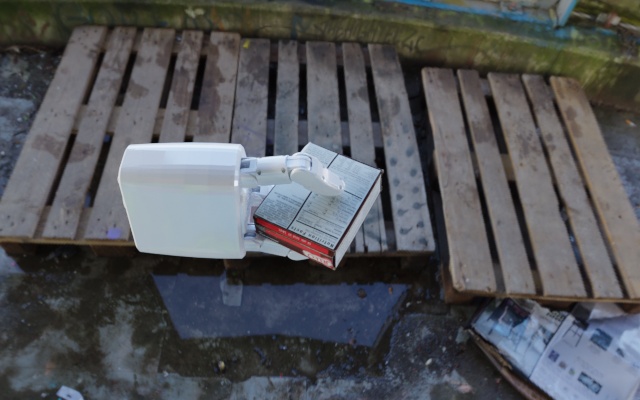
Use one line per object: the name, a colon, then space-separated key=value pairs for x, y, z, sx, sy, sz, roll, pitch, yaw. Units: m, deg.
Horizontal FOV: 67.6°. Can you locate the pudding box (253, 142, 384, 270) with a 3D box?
pudding box: x=0.000 y=0.001 z=0.476 sx=0.090 sy=0.113 sz=0.039 roll=24 pitch=-31 yaw=16
